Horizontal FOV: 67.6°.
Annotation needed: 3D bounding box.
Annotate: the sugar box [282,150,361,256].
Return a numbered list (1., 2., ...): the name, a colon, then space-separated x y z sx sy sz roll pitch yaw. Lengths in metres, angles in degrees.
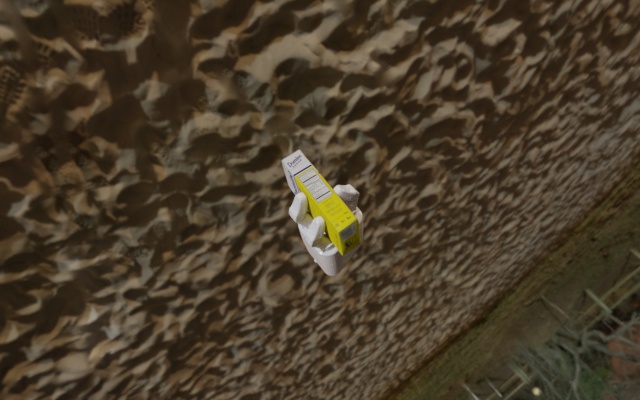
1. sugar box: 0.000 0.003 0.823 0.048 0.176 0.093 -34 -30 -13
